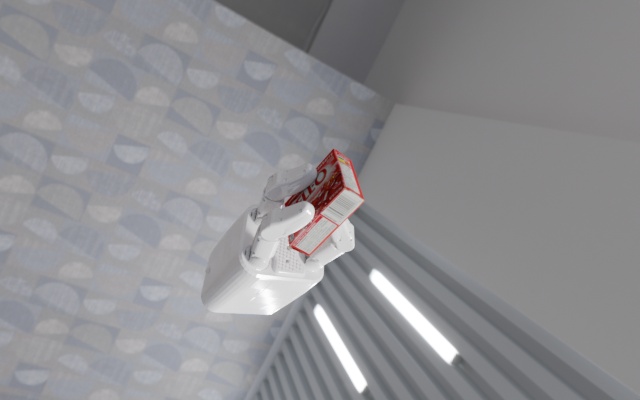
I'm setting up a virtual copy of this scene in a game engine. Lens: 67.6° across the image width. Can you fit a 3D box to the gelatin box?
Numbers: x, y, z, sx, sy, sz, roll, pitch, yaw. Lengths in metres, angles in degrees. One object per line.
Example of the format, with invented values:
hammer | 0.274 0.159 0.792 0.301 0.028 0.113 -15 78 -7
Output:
gelatin box | 0.001 0.002 0.491 0.030 0.089 0.073 31 27 -27
